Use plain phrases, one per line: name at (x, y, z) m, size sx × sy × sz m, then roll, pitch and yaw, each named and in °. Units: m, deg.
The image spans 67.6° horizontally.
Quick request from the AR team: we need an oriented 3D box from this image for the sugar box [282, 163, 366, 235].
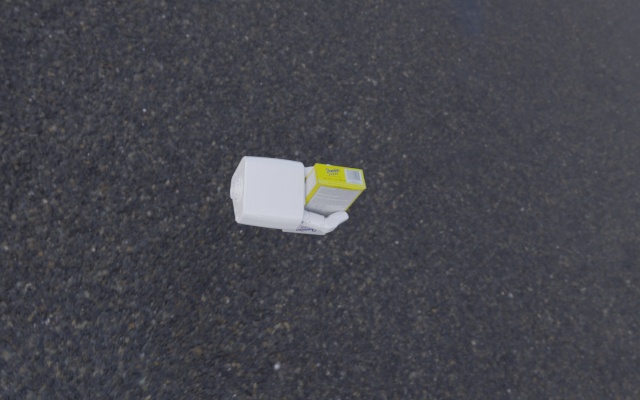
sugar box at (0.000, 0.002, 0.868) m, size 0.093 × 0.048 × 0.176 m, roll 7°, pitch -31°, yaw -24°
